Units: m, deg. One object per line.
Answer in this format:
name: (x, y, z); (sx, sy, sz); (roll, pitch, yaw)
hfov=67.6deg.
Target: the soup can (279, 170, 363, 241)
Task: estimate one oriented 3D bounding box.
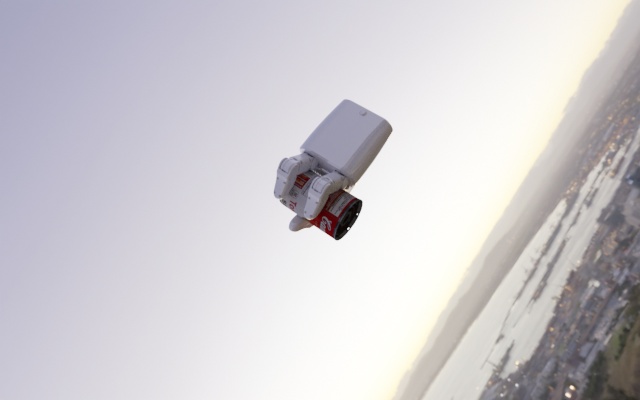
soup can: (0.000, 0.003, 0.683); (0.102, 0.068, 0.068); (33, 12, 19)
